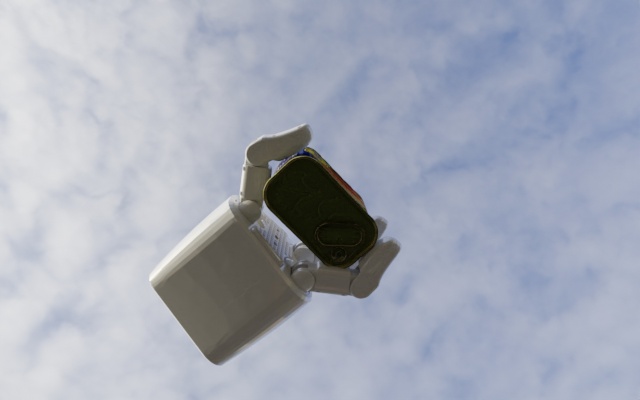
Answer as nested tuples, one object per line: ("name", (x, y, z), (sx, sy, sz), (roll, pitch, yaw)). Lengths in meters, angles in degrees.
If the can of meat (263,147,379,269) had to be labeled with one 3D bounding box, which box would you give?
("can of meat", (0.000, 0.001, 0.433), (0.057, 0.102, 0.084), (-43, 12, 9))
